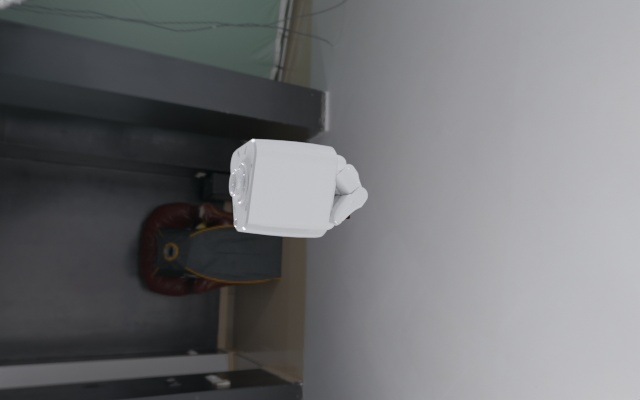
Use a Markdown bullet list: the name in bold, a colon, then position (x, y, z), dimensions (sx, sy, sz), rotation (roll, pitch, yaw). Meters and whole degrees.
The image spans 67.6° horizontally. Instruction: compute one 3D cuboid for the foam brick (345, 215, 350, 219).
- **foam brick**: position (0.000, 0.002, 0.668), dimensions (0.051, 0.053, 0.078), rotation (4, -9, -28)
